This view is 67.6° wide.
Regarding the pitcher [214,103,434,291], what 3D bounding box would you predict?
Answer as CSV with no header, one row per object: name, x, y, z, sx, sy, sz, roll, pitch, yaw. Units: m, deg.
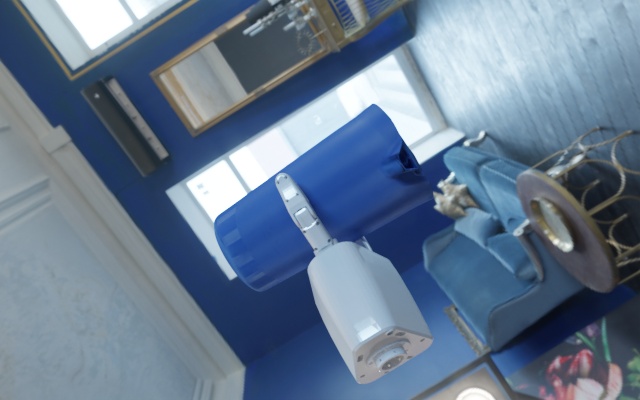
pitcher,0.000,0.002,0.581,0.243,0.145,0.149,-32,-36,2
